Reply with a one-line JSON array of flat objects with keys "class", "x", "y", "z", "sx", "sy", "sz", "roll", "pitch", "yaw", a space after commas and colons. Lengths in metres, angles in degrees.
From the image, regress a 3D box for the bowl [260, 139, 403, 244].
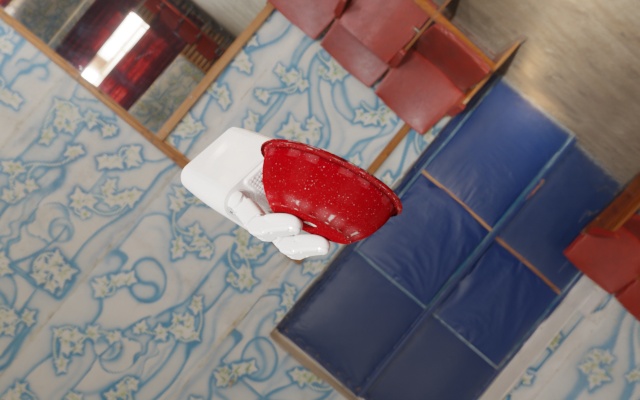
[{"class": "bowl", "x": 0.001, "y": 0.002, "z": 0.494, "sx": 0.162, "sy": 0.055, "sz": 0.162, "roll": 23, "pitch": -14, "yaw": 6}]
